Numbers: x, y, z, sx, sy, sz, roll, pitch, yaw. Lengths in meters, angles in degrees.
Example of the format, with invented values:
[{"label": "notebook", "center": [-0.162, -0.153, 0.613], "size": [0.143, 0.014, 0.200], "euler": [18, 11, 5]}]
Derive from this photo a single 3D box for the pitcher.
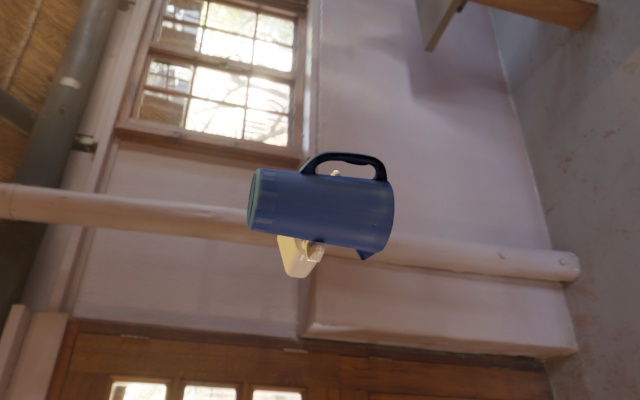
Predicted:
[{"label": "pitcher", "center": [0.000, 0.003, 0.836], "size": [0.243, 0.149, 0.145], "euler": [8, -35, -12]}]
